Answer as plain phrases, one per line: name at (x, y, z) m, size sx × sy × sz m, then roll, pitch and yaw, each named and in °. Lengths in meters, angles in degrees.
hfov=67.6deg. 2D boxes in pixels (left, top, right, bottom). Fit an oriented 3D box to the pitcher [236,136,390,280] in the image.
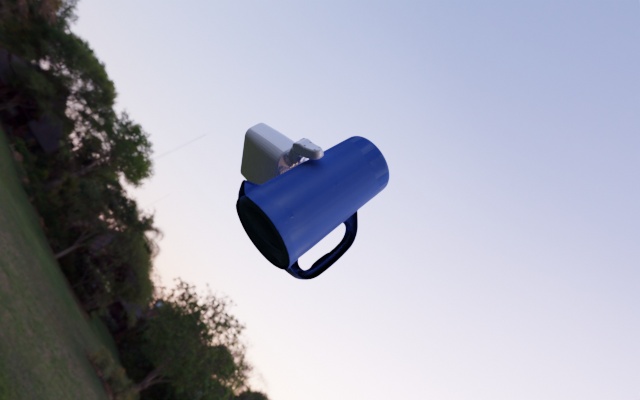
pitcher at (0.000, 0.002, 0.775) m, size 0.242 × 0.149 × 0.145 m, roll -34°, pitch 52°, yaw -26°
